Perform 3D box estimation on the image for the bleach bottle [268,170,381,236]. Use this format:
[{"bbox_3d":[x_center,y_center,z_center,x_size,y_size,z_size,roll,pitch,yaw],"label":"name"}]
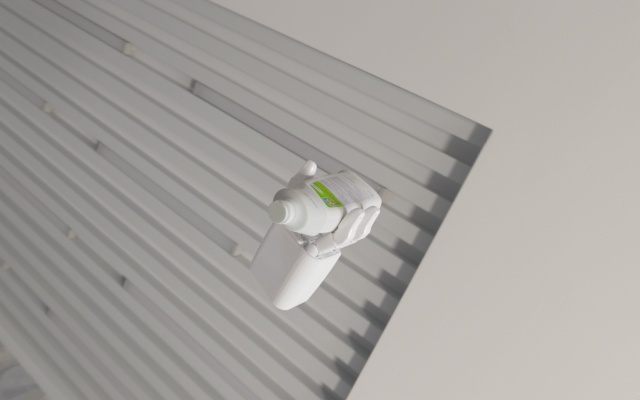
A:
[{"bbox_3d":[0.000,0.002,0.714,0.102,0.068,0.251,40,21,21],"label":"bleach bottle"}]
